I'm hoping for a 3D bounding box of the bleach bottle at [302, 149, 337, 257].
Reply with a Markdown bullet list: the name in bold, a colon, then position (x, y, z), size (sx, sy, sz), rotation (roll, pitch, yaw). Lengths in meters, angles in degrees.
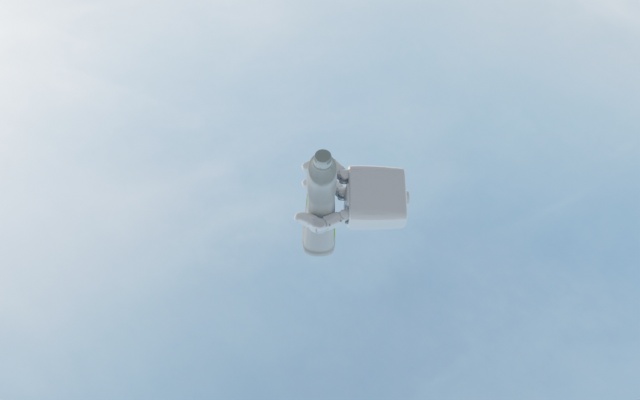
- **bleach bottle**: position (0.000, 0.003, 0.890), size (0.068, 0.102, 0.251), rotation (1, -34, -2)
